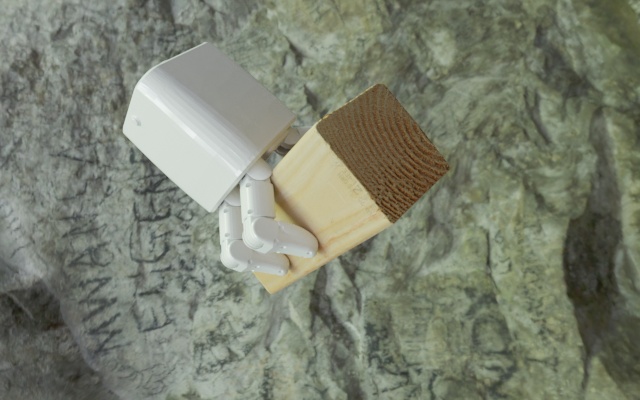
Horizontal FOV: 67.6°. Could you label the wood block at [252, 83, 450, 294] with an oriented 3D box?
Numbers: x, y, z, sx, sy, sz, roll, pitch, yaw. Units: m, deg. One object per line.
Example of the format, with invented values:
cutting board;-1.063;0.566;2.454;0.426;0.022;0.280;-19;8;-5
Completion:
wood block;0.000;0.001;0.429;0.090;0.090;0.206;-39;0;-38
